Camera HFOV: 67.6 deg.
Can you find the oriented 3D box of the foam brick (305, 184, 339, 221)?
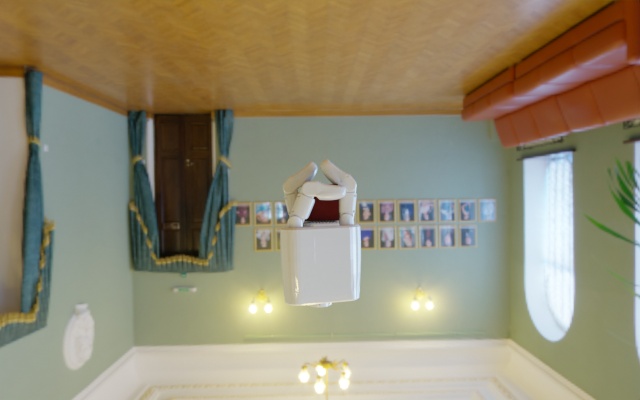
[{"bbox_3d":[0.000,0.002,0.700,0.053,0.051,0.078,-2,2,1],"label":"foam brick"}]
